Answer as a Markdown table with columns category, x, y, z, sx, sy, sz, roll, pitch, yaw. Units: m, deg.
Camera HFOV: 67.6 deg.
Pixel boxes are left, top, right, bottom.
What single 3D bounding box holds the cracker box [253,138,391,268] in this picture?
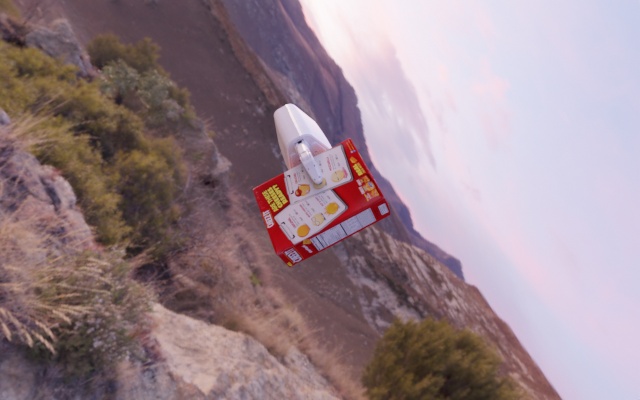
| category | x | y | z | sx | sy | sz | roll | pitch | yaw |
| --- | --- | --- | --- | --- | --- | --- | --- | --- | --- |
| cracker box | 0.000 | 0.003 | 0.890 | 0.214 | 0.164 | 0.072 | -28 | -38 | 4 |
